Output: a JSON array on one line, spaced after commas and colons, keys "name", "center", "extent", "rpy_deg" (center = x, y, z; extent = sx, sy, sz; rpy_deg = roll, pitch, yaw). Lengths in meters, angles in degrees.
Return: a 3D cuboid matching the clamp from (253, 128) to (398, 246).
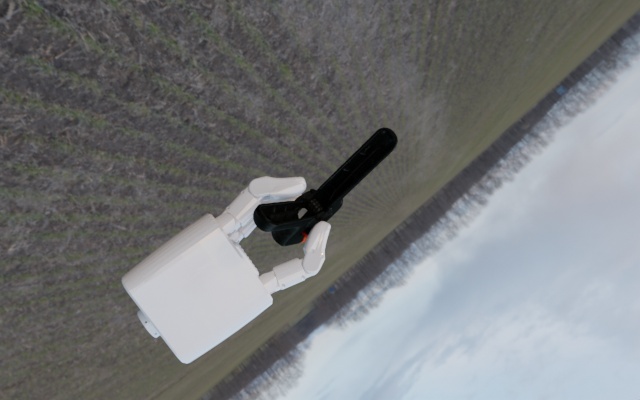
[{"name": "clamp", "center": [0.000, 0.003, 0.525], "extent": [0.164, 0.036, 0.210], "rpy_deg": [-34, -10, -14]}]
